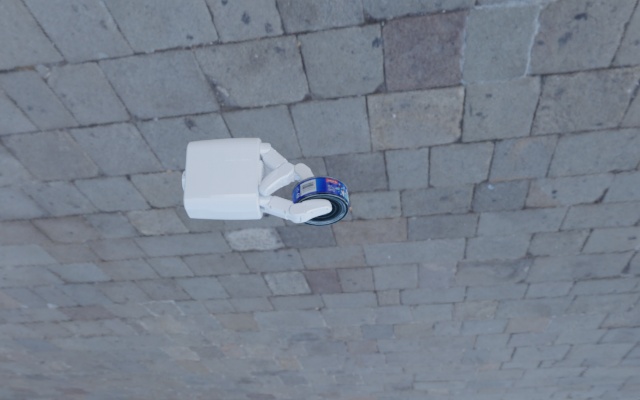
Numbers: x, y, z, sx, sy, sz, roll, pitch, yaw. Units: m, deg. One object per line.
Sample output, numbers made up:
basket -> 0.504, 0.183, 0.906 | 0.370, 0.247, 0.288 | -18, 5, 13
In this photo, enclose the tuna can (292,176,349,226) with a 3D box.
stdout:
tuna can -> 0.000, 0.003, 0.712 | 0.086, 0.033, 0.086 | -3, -36, -2
